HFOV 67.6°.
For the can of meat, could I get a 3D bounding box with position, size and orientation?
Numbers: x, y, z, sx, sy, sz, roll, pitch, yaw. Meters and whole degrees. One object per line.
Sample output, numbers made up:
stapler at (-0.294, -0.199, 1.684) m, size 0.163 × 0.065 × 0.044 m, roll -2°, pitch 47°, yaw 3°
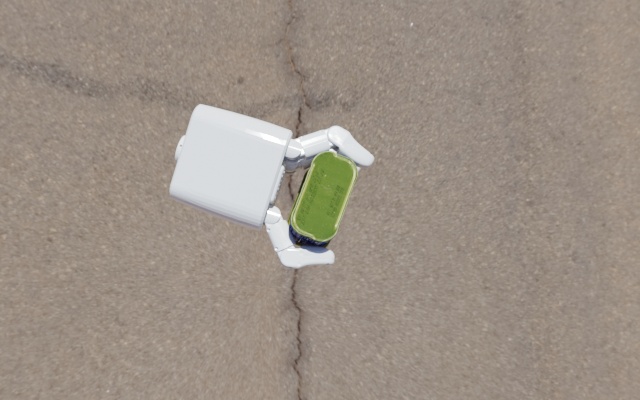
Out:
can of meat at (0.000, 0.002, 0.537) m, size 0.057 × 0.102 × 0.084 m, roll 21°, pitch -12°, yaw -2°
